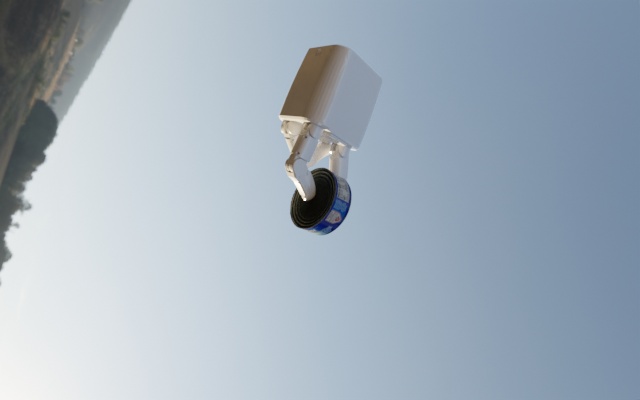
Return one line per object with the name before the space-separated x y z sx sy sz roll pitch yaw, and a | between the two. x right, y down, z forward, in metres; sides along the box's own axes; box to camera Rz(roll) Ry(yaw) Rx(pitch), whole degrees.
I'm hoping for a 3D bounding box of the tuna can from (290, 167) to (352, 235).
tuna can | 0.000 0.002 0.632 0.034 0.086 0.086 27 -17 -37
